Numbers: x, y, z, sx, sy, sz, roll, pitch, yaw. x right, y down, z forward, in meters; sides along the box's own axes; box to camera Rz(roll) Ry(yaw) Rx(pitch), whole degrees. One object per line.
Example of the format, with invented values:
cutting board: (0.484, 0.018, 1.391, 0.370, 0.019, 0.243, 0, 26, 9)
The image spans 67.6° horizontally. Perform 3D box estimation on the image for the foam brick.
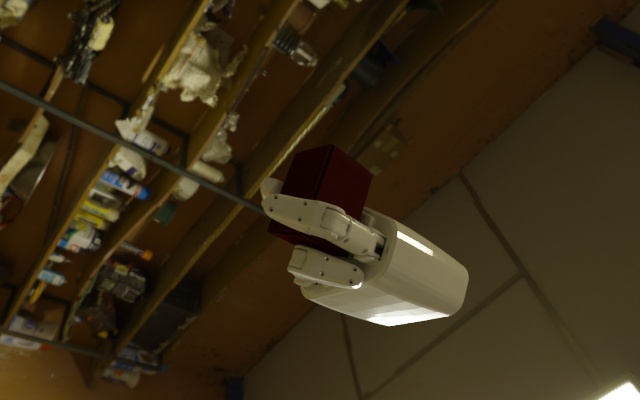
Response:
foam brick: (0.000, 0.001, 0.400, 0.051, 0.078, 0.053, 29, -18, -33)
